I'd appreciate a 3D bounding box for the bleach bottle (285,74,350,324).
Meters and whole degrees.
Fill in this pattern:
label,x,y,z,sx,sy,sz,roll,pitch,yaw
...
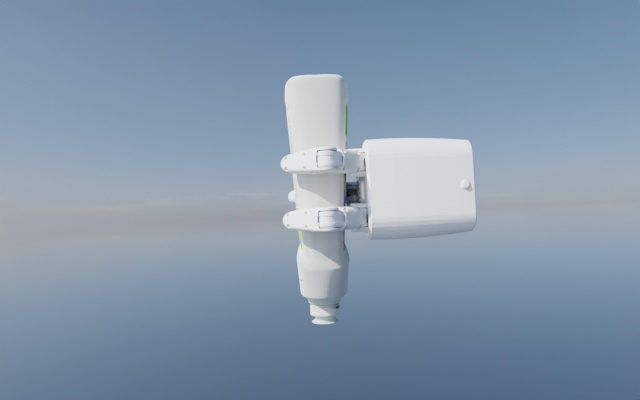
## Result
label,x,y,z,sx,sy,sz,roll,pitch,yaw
bleach bottle,0.000,0.002,0.511,0.068,0.251,0.102,-2,-2,0
